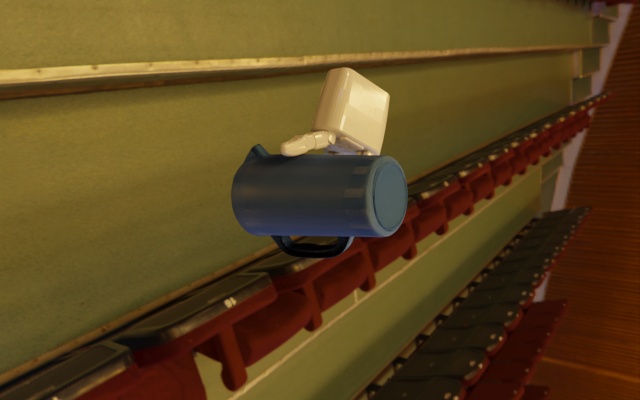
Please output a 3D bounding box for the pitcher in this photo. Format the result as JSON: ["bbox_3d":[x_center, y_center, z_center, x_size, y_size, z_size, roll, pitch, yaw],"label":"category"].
[{"bbox_3d":[0.000,0.002,0.698,0.243,0.145,0.149,2,-21,38],"label":"pitcher"}]
